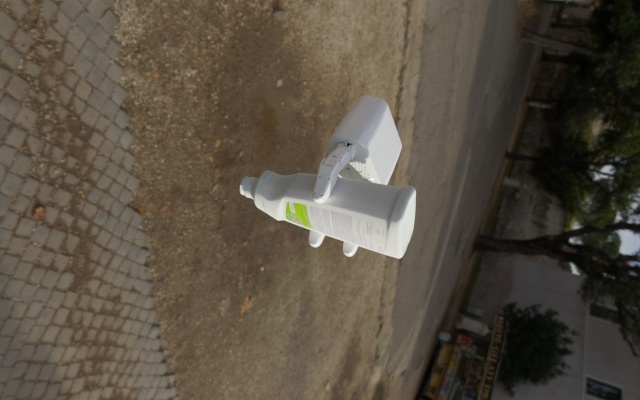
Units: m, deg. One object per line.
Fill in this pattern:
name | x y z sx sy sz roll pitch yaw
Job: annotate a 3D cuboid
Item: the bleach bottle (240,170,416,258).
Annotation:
bleach bottle | 0.000 0.002 0.658 0.251 0.068 0.103 15 -38 21
